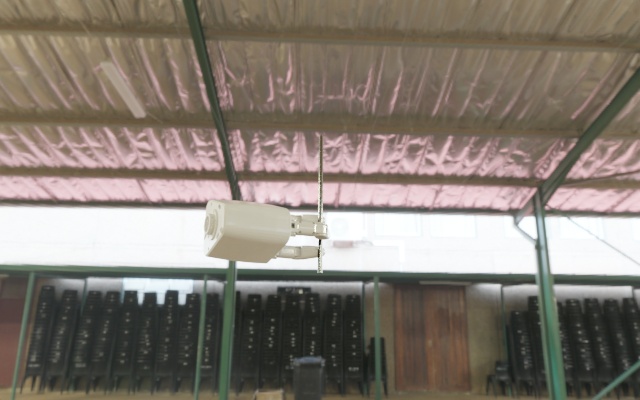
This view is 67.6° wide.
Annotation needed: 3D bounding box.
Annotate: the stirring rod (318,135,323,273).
[{"bbox_3d":[0.000,0.003,0.816,0.011,0.239,0.011,0,-14,0],"label":"stirring rod"}]
